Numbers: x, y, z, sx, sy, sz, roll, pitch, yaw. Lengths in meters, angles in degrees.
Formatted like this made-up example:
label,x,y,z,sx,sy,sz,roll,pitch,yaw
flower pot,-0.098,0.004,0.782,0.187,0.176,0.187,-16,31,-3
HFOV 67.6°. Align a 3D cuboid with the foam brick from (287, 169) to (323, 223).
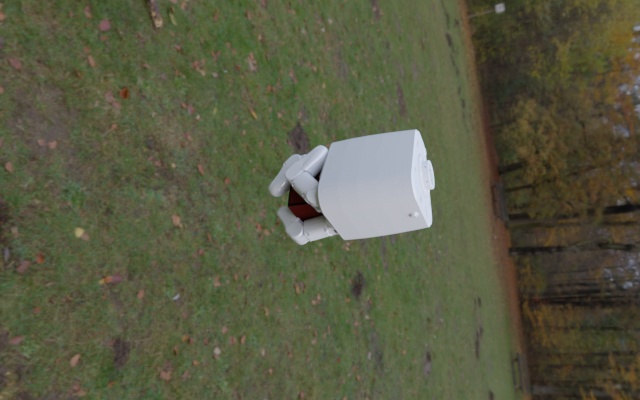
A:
label,x,y,z,sx,sy,sz,roll,pitch,yaw
foam brick,0.000,0.002,0.600,0.051,0.053,0.078,-9,-34,22
